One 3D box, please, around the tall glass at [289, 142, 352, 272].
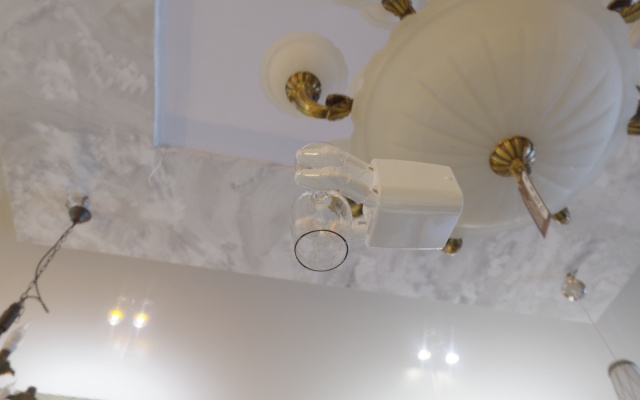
[{"bbox_3d":[0.000,0.002,0.620,0.079,0.079,0.201,0,34,0],"label":"tall glass"}]
